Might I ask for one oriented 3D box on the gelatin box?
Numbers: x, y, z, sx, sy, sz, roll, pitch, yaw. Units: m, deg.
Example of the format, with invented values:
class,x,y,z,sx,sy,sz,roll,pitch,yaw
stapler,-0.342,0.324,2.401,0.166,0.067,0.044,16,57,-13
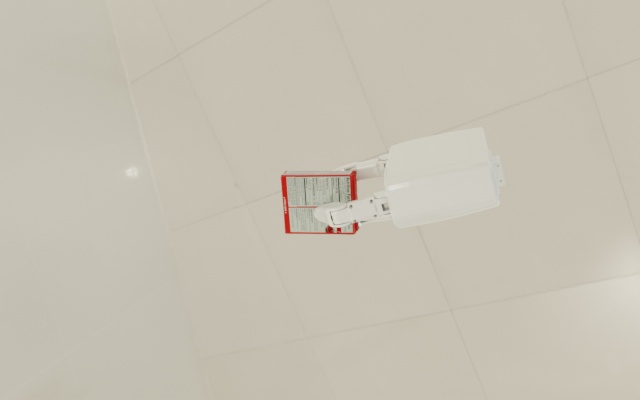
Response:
class,x,y,z,sx,sy,sz,roll,pitch,yaw
gelatin box,0.000,0.002,0.569,0.089,0.073,0.030,0,16,13
